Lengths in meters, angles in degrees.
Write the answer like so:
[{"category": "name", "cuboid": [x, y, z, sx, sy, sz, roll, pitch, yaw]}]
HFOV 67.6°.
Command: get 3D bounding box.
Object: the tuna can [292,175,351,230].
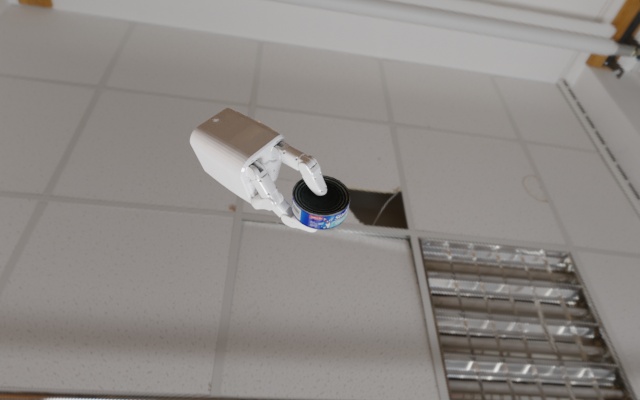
[{"category": "tuna can", "cuboid": [0.000, 0.003, 0.708, 0.086, 0.034, 0.086, 4, 44, -4]}]
